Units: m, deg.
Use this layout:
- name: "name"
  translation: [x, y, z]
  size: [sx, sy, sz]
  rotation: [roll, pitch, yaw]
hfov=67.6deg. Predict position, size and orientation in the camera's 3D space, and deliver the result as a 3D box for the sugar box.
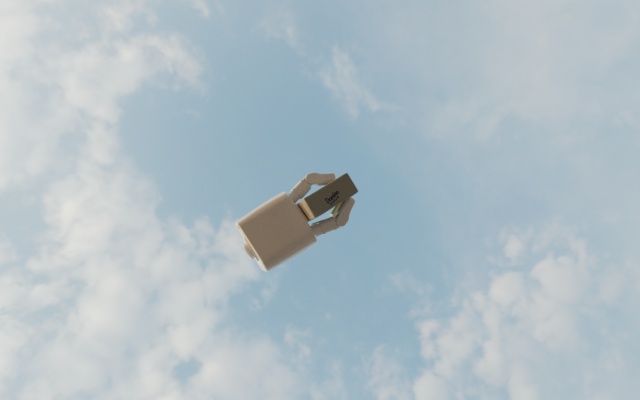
- name: "sugar box"
  translation: [0.000, 0.003, 0.890]
  size: [0.093, 0.048, 0.176]
  rotation: [-31, 2, -14]
